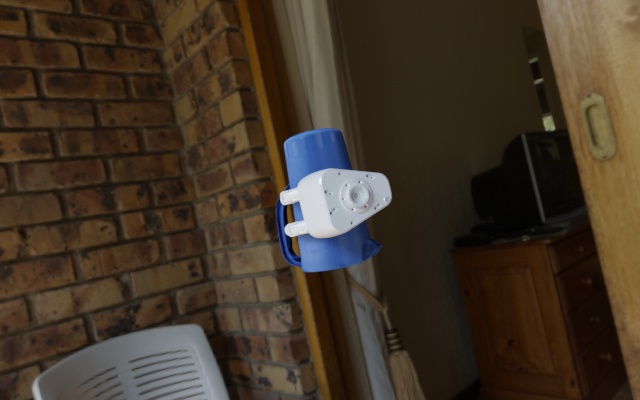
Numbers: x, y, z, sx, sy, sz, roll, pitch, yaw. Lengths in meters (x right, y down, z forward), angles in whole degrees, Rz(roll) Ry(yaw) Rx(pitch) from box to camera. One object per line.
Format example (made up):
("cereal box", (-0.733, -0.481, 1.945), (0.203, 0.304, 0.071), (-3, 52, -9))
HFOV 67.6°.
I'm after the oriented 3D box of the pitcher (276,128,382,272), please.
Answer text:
("pitcher", (0.000, 0.003, 0.856), (0.149, 0.243, 0.145), (-12, -2, -19))
